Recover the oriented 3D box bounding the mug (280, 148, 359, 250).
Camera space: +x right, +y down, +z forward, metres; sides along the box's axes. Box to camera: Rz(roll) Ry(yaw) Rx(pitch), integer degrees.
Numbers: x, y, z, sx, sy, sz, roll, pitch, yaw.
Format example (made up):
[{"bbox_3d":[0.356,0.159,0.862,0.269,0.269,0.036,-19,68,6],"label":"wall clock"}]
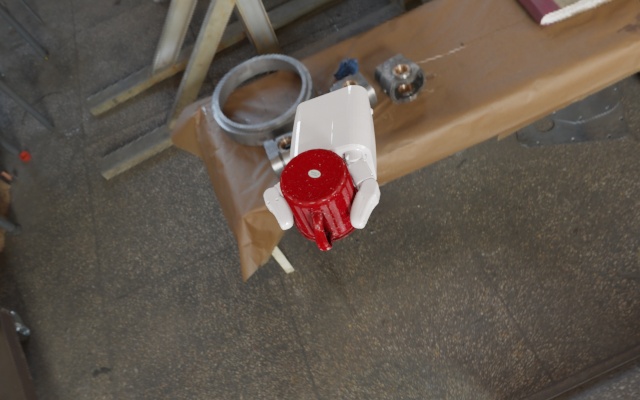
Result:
[{"bbox_3d":[0.000,0.003,0.567,0.093,0.117,0.081,-7,-32,12],"label":"mug"}]
